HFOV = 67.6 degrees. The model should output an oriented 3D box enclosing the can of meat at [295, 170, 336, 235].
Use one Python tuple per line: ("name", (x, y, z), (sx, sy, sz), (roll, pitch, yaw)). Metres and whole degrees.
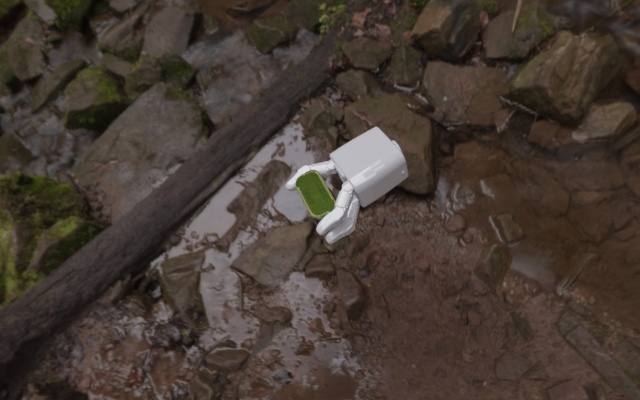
("can of meat", (0.000, 0.003, 0.885), (0.057, 0.102, 0.084), (-30, -27, 1))
